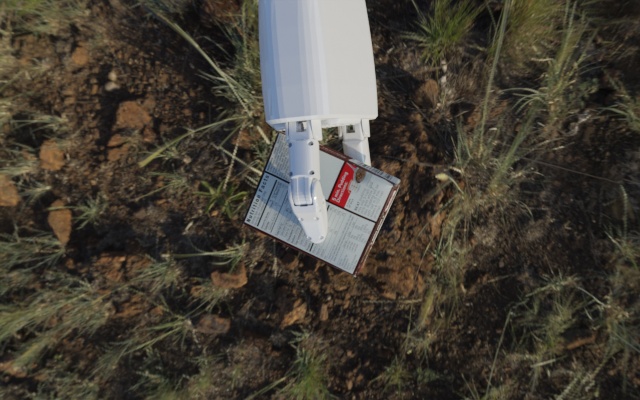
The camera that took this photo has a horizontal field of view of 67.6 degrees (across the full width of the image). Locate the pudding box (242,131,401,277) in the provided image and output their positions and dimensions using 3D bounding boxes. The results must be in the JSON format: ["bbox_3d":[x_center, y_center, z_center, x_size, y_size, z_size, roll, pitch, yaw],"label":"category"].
[{"bbox_3d":[0.000,0.001,0.414,0.113,0.090,0.039,25,11,10],"label":"pudding box"}]
